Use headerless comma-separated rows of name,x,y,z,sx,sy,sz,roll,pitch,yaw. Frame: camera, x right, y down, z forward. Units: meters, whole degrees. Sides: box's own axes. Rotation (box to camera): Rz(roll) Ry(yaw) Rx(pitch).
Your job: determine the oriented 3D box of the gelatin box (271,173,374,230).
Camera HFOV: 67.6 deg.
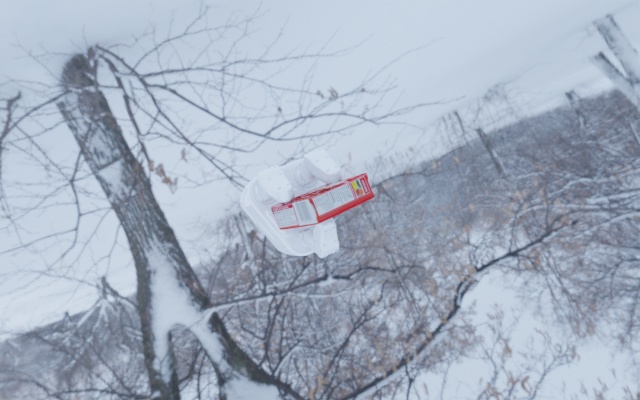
gelatin box,0.000,0.002,0.494,0.073,0.030,0.089,-23,5,-30
